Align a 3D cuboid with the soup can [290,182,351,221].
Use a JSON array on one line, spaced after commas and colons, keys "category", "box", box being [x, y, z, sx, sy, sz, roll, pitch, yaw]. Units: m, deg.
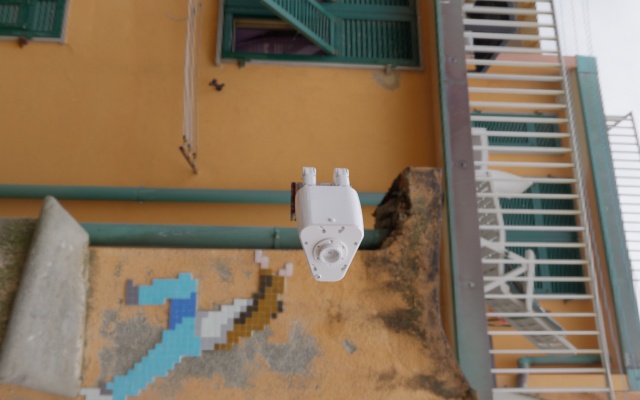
[{"category": "soup can", "box": [0.000, 0.003, 0.816, 0.102, 0.068, 0.068, 1, 0, -4]}]
